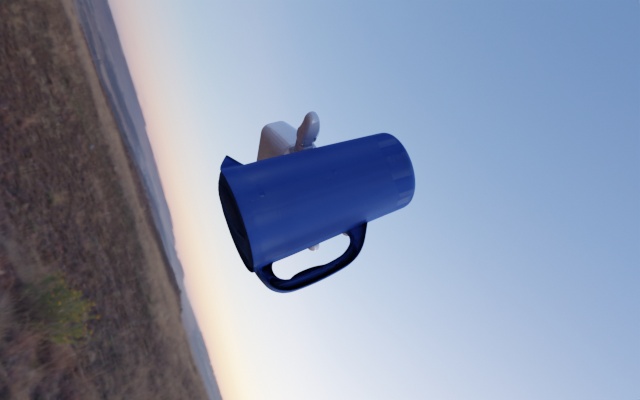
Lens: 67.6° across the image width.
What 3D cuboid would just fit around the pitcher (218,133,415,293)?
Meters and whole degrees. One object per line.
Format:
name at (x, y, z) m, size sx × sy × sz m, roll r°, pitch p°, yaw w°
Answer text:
pitcher at (0.000, 0.002, 0.618) m, size 0.243 × 0.149 × 0.145 m, roll -18°, pitch 32°, yaw -19°
